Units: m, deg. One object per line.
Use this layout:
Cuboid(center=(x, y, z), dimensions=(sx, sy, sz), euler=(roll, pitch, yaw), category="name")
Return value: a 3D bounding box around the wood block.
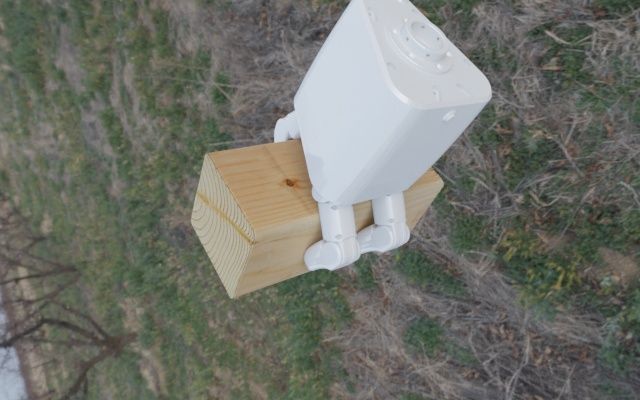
Cuboid(center=(0.000, 0.001, 0.442), dimensions=(0.206, 0.090, 0.090), euler=(-13, -35, -35), category="wood block")
